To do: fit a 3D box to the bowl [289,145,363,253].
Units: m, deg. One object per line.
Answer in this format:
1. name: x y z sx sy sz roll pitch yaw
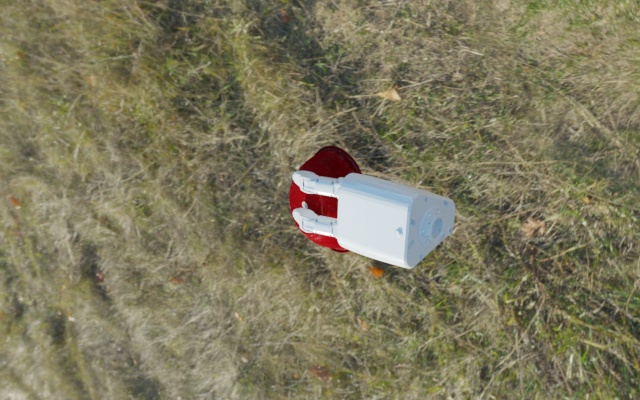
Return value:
1. bowl: -0.001 0.002 0.700 0.055 0.162 0.162 -10 5 -33
